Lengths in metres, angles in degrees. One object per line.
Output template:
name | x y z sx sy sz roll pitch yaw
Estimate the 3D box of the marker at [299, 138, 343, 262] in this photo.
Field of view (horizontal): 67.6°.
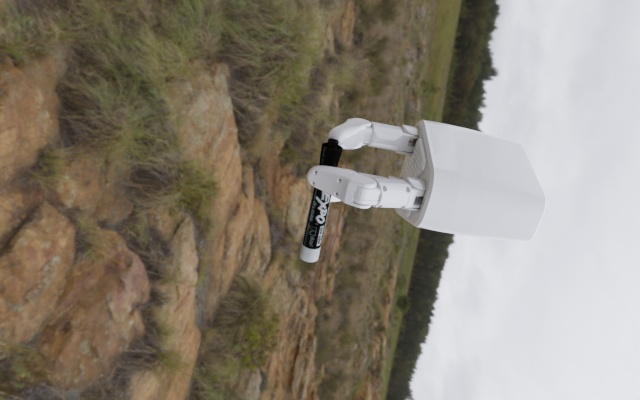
marker | 0.000 0.001 0.436 0.020 0.121 0.020 10 25 -5
